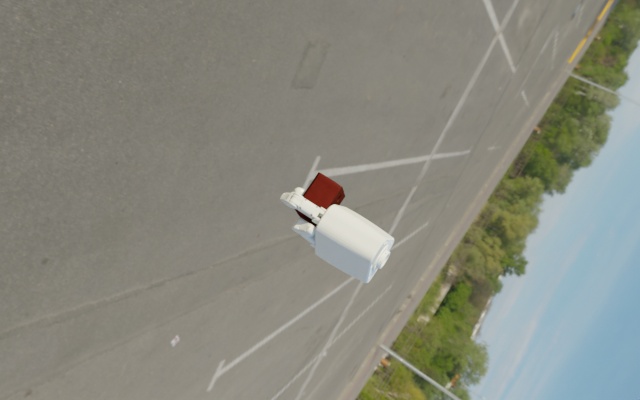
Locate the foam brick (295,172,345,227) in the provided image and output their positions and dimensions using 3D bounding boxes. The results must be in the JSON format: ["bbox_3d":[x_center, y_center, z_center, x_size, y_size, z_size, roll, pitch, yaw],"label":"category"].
[{"bbox_3d":[0.000,0.002,0.825,0.051,0.078,0.053,30,-12,18],"label":"foam brick"}]
